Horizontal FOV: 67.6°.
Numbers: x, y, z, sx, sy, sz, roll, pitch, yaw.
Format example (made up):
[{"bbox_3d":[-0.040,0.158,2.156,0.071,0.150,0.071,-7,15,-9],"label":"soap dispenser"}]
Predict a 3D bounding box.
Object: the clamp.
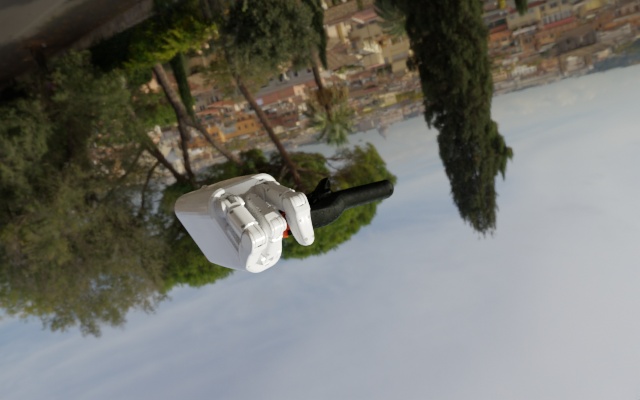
[{"bbox_3d":[0.000,0.003,0.622,0.171,0.039,0.120,-20,13,-39],"label":"clamp"}]
